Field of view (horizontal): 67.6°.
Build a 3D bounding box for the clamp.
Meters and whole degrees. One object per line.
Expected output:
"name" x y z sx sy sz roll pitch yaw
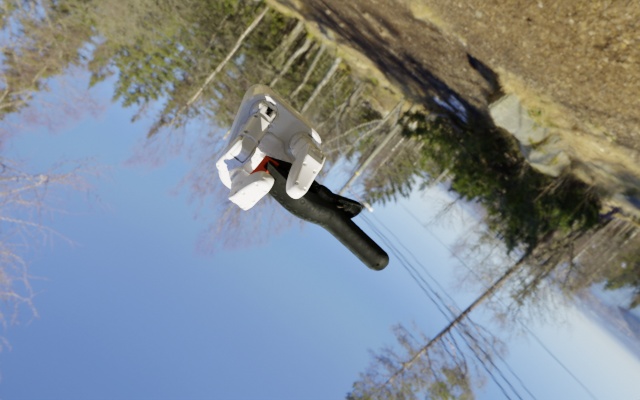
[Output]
"clamp" 0.000 0.002 0.525 0.171 0.039 0.120 38 11 -20
